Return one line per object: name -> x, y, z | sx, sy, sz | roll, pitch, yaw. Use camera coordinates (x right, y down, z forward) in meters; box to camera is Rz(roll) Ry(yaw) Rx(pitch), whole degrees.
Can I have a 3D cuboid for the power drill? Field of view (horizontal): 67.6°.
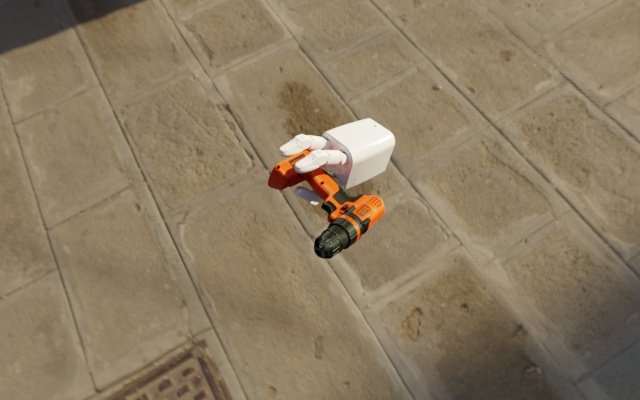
power drill -> 0.000, 0.002, 0.825 | 0.187, 0.057, 0.184 | 42, 42, 14
